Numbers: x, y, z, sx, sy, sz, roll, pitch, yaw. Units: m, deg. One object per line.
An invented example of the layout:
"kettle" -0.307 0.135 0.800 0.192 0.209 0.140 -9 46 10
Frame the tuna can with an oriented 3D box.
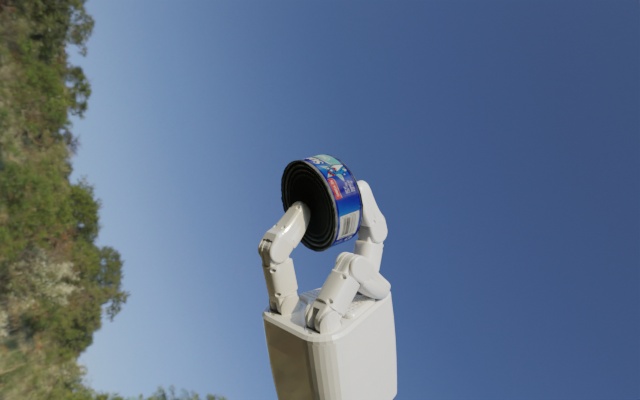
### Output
"tuna can" 0.001 0.001 0.439 0.033 0.086 0.086 -18 10 -33
